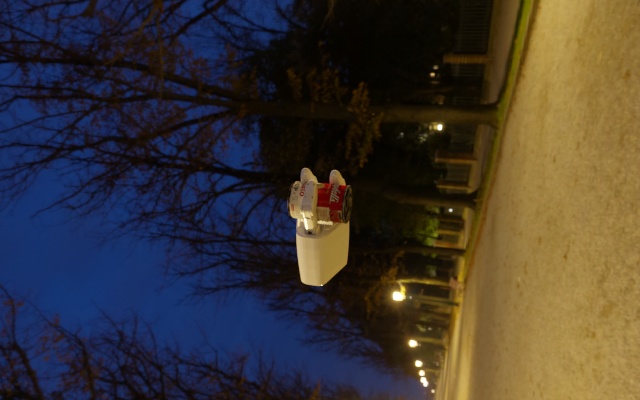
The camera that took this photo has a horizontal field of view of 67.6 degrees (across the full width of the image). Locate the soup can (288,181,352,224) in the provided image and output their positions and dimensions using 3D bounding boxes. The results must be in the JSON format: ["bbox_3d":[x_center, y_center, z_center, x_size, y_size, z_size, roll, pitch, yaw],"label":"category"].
[{"bbox_3d":[0.000,0.002,0.849,0.102,0.068,0.068,6,1,15],"label":"soup can"}]
